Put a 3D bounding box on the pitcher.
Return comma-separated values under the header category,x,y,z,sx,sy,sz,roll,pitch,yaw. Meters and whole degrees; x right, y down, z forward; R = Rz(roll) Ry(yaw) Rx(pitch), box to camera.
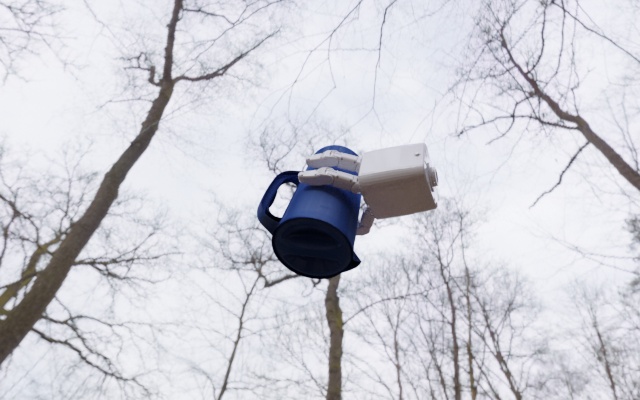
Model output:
category,x,y,z,sx,sy,sz,roll,pitch,yaw
pitcher,0.000,0.003,0.833,0.145,0.149,0.242,-10,35,21
